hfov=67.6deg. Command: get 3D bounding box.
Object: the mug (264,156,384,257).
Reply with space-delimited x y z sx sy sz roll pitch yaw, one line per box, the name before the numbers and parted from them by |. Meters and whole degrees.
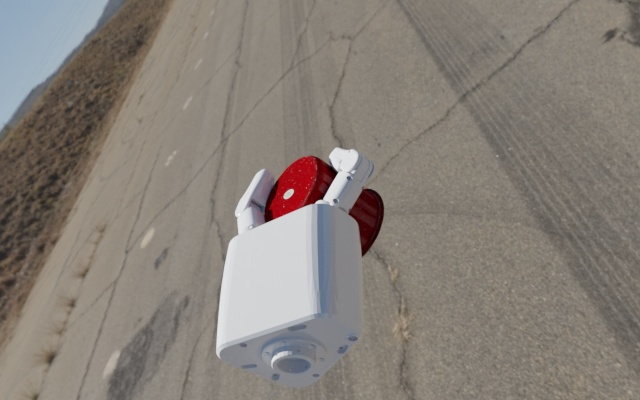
mug | 0.000 0.000 0.472 0.081 0.117 0.093 33 -55 -29
